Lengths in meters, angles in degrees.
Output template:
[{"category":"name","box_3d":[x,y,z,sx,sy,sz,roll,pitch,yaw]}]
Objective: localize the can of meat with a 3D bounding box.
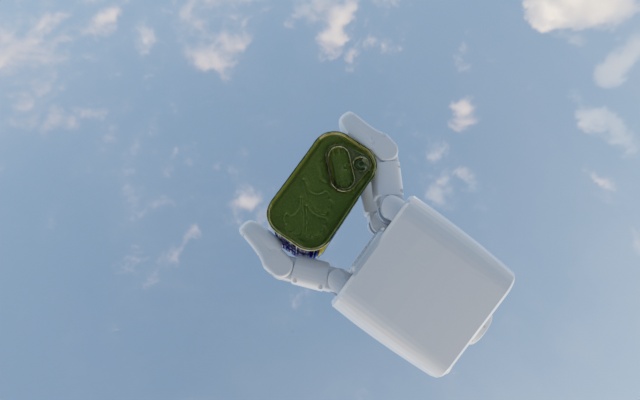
[{"category":"can of meat","box_3d":[0.000,0.002,0.424,0.057,0.102,0.084,33,-15,6]}]
